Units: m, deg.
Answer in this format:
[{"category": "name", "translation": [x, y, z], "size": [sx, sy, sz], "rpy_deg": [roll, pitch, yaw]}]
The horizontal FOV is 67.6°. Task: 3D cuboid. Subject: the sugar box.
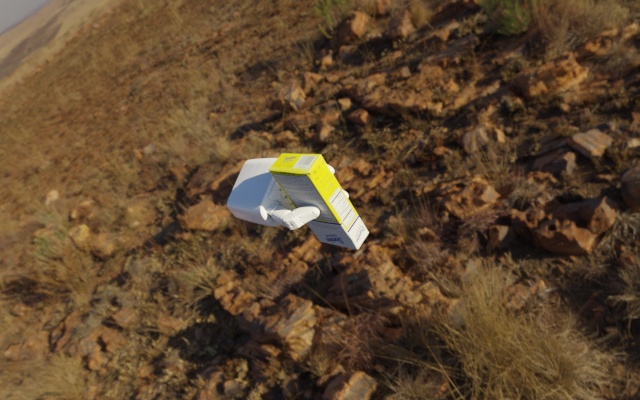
[{"category": "sugar box", "translation": [0.000, 0.002, 0.773], "size": [0.093, 0.048, 0.176], "rpy_deg": [8, -36, 44]}]
